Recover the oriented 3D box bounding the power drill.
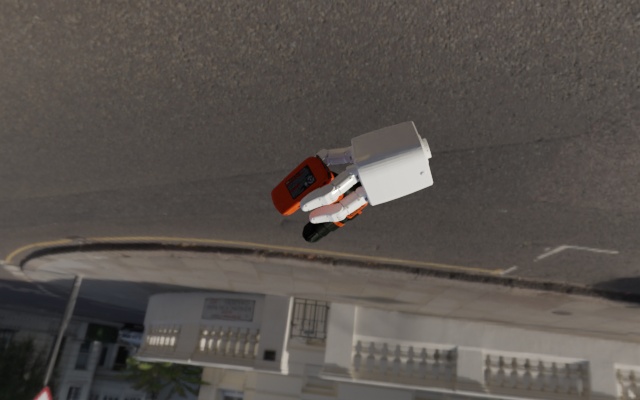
[{"bbox_3d":[0.000,0.003,0.831,0.184,0.057,0.188,-42,-29,18],"label":"power drill"}]
